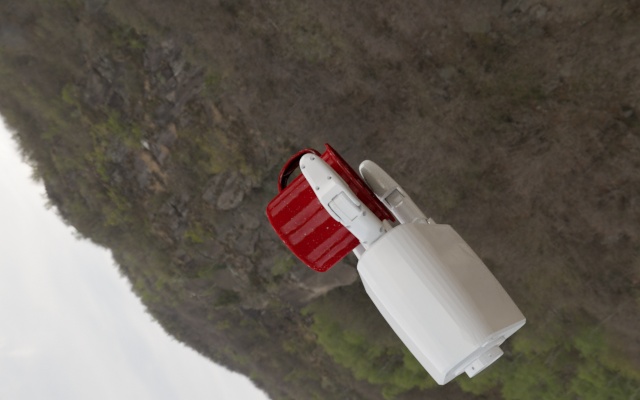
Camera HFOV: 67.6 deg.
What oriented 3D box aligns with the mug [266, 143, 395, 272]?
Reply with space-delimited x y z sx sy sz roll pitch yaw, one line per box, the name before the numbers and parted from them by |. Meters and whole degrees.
mug | -0.001 0.001 0.435 0.081 0.117 0.093 -41 -30 8
